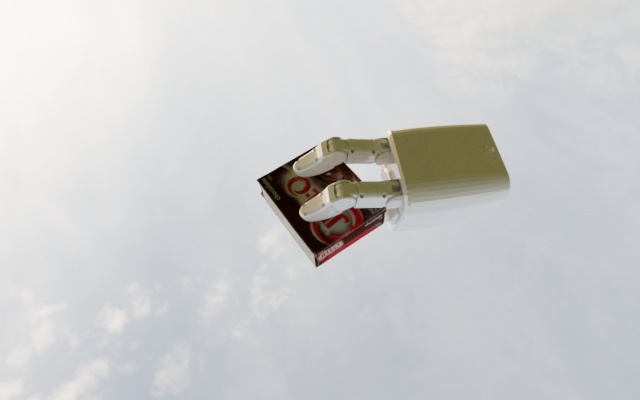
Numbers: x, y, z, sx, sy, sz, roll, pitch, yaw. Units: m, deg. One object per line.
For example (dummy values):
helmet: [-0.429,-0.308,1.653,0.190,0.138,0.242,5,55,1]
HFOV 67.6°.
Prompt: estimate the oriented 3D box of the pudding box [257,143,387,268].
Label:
pudding box: [0.000,0.002,0.507,0.090,0.113,0.039,-31,-30,-17]
